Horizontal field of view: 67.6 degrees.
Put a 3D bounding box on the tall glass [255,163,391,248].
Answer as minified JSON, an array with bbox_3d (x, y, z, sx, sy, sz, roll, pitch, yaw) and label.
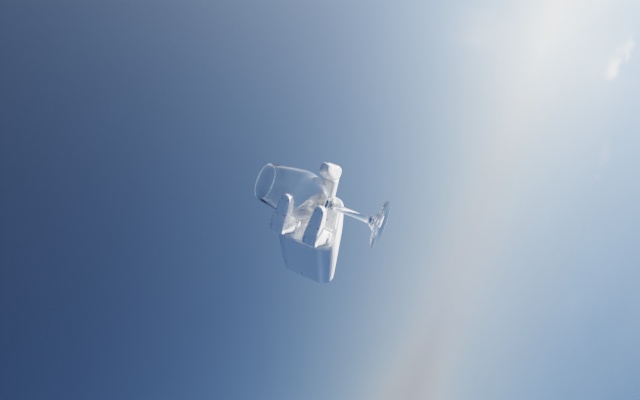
[{"bbox_3d":[0.001,0.002,0.732,0.201,0.079,0.079,21,6,18],"label":"tall glass"}]
